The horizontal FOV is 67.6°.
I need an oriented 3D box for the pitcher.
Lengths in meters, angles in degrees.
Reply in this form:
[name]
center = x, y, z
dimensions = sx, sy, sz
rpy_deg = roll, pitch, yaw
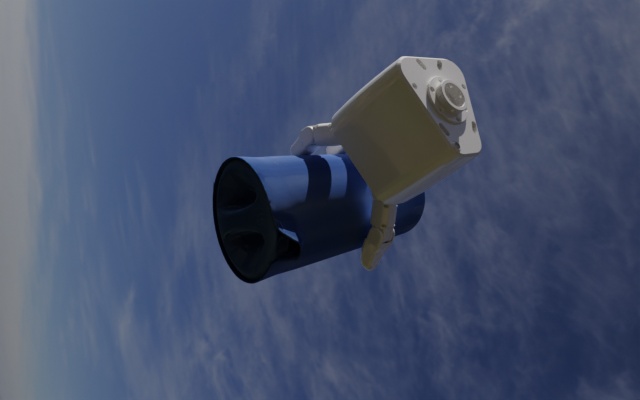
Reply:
[pitcher]
center = 0.000, 0.002, 0.570
dimensions = 0.243, 0.149, 0.145
rpy_deg = -9, -20, -37
